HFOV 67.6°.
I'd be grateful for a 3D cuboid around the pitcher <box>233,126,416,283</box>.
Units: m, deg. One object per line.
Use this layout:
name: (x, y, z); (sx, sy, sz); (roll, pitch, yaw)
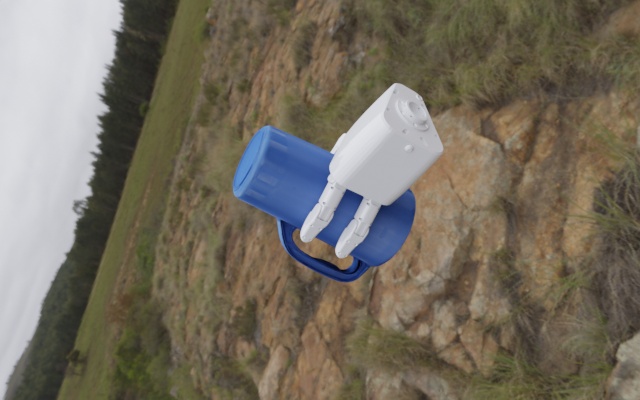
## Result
pitcher: (0.000, 0.002, 0.683); (0.243, 0.149, 0.145); (25, -45, -20)
